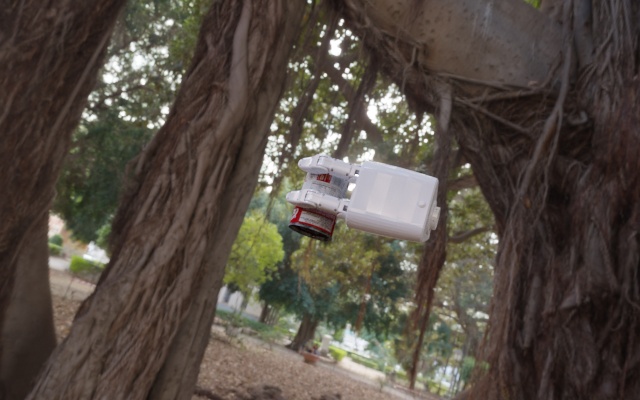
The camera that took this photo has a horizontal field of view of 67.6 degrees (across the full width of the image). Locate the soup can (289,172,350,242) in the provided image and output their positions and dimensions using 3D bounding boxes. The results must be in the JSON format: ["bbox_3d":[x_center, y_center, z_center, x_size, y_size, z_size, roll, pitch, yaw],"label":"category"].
[{"bbox_3d":[0.000,0.002,0.720,0.068,0.102,0.068,18,-15,5],"label":"soup can"}]
